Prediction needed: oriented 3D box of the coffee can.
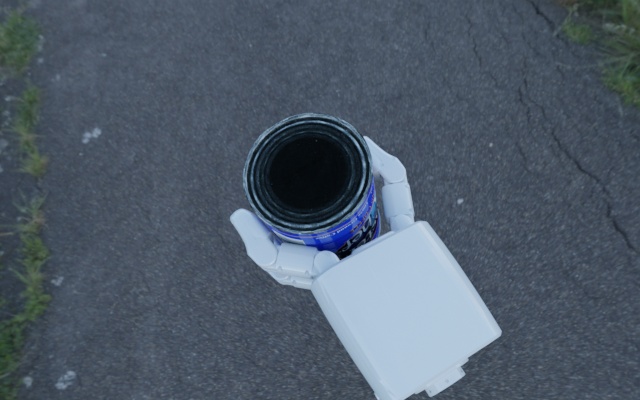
[{"bbox_3d":[0.000,0.001,0.431,0.103,0.102,0.140,0,-21,10],"label":"coffee can"}]
